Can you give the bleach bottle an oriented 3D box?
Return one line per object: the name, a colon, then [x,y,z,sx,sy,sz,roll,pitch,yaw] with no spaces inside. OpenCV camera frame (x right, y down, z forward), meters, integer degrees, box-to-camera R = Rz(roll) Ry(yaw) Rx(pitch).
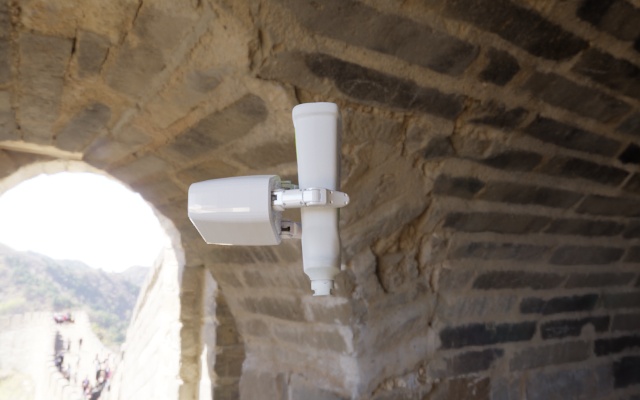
bleach bottle: [0.000,0.002,0.654,0.068,0.250,0.102,-2,-11,5]
